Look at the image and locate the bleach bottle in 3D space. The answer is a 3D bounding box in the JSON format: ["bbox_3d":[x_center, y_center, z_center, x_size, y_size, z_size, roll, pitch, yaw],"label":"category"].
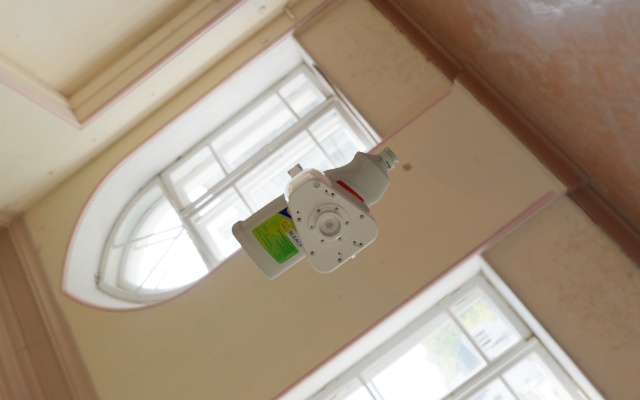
[{"bbox_3d":[0.000,0.002,0.693,0.251,0.102,0.068,-37,9,2],"label":"bleach bottle"}]
